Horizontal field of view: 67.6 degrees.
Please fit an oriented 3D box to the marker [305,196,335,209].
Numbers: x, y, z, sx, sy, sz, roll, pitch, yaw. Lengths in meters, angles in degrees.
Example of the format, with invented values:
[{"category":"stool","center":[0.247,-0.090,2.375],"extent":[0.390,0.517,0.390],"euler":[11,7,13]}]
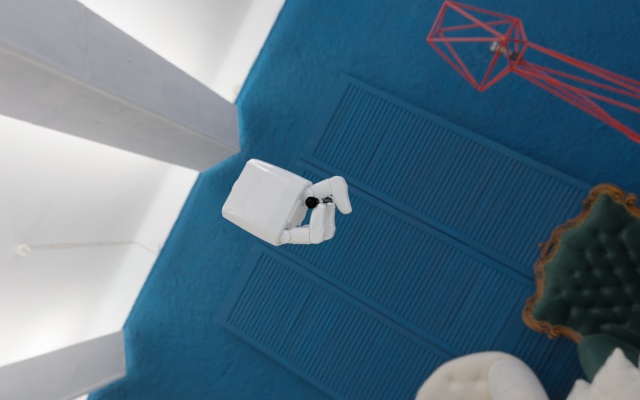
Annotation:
[{"category":"marker","center":[0.000,0.003,0.770],"extent":[0.020,0.020,0.121],"euler":[0,1,15]}]
